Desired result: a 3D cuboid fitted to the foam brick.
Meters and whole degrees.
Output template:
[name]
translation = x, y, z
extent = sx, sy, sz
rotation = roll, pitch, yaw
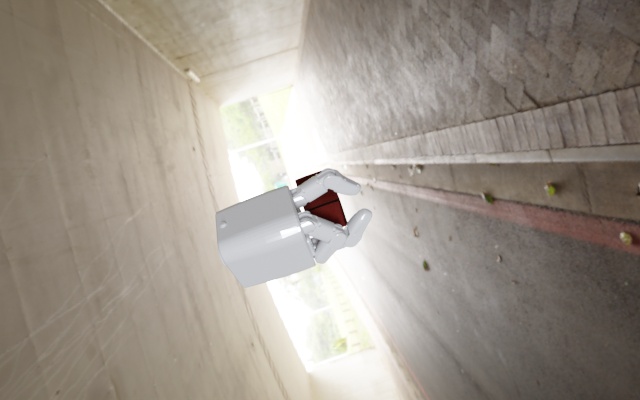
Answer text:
[foam brick]
translation = 0.000, 0.002, 0.673
extent = 0.051, 0.053, 0.078
rotation = -20, 38, 0
